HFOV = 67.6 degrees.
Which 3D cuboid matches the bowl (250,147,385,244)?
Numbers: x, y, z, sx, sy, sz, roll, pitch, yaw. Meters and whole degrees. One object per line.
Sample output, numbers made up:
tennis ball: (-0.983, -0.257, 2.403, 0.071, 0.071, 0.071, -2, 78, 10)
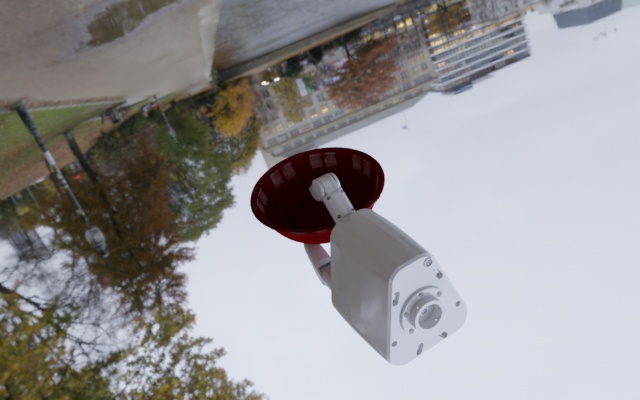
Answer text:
bowl: (0.000, 0.001, 0.578, 0.162, 0.055, 0.162, -9, 39, 7)
